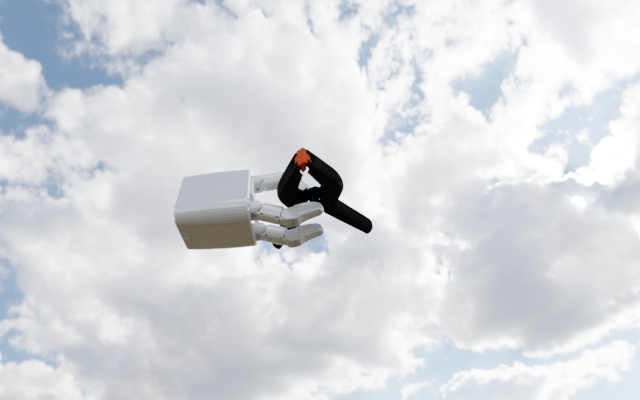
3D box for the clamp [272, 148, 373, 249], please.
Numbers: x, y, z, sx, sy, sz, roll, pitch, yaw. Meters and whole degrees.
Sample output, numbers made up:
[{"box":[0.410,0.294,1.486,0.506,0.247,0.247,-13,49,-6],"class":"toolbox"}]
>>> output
[{"box":[0.000,0.001,0.705,0.164,0.036,0.210,-7,-37,-3],"class":"clamp"}]
